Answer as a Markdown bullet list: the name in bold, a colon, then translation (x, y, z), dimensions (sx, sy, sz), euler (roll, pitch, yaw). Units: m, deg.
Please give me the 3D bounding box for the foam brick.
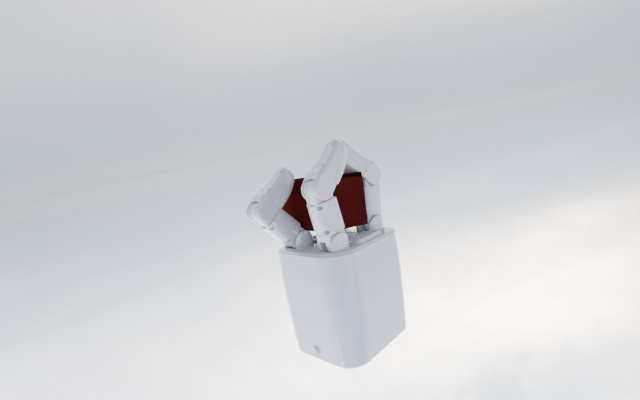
- **foam brick**: translation (0.000, 0.001, 0.474), dimensions (0.053, 0.051, 0.078), euler (-10, 5, -36)
